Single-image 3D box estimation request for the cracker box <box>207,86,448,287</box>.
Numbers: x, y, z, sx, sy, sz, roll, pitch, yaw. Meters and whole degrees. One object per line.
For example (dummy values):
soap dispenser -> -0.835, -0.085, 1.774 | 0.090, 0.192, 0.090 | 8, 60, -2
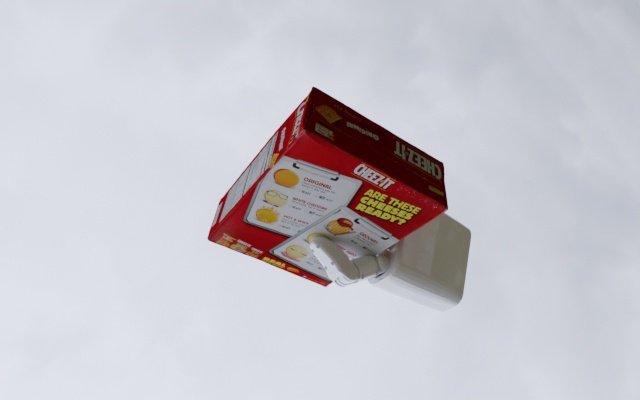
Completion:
cracker box -> 0.000, 0.002, 0.512 | 0.164, 0.072, 0.214 | 26, -42, -22
